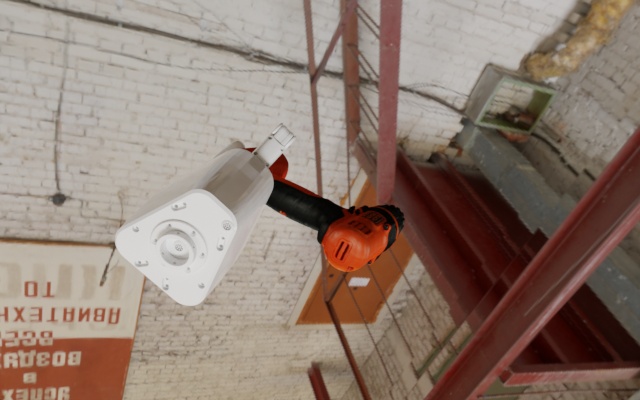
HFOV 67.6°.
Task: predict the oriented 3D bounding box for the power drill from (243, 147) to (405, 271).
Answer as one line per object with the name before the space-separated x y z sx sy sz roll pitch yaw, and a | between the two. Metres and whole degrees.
power drill | 0.000 0.002 0.542 0.187 0.057 0.184 28 16 17
